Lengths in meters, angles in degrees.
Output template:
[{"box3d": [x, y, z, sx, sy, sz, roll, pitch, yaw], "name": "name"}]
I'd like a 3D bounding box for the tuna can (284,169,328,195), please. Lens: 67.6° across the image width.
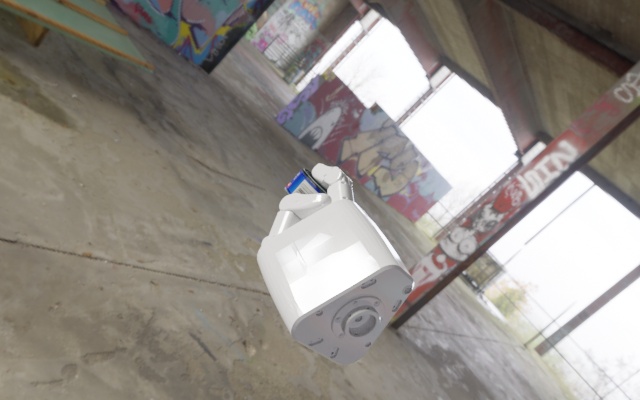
[{"box3d": [0.000, 0.001, 0.561, 0.086, 0.034, 0.086, 42, 6, -6], "name": "tuna can"}]
